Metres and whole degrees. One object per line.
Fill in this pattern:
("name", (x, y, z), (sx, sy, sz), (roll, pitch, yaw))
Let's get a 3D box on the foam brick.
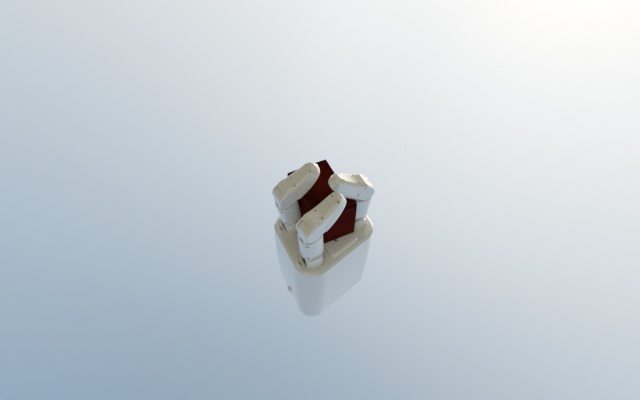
("foam brick", (0.000, 0.002, 0.551), (0.053, 0.078, 0.051), (-19, -38, -17))
